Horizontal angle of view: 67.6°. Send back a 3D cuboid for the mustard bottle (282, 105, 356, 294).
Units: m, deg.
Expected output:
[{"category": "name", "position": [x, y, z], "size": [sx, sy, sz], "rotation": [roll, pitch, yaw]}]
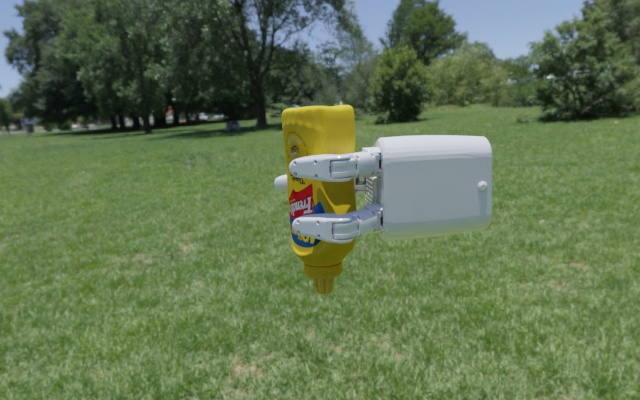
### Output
[{"category": "mustard bottle", "position": [0.000, 0.001, 0.487], "size": [0.058, 0.191, 0.096], "rotation": [-9, 11, -30]}]
